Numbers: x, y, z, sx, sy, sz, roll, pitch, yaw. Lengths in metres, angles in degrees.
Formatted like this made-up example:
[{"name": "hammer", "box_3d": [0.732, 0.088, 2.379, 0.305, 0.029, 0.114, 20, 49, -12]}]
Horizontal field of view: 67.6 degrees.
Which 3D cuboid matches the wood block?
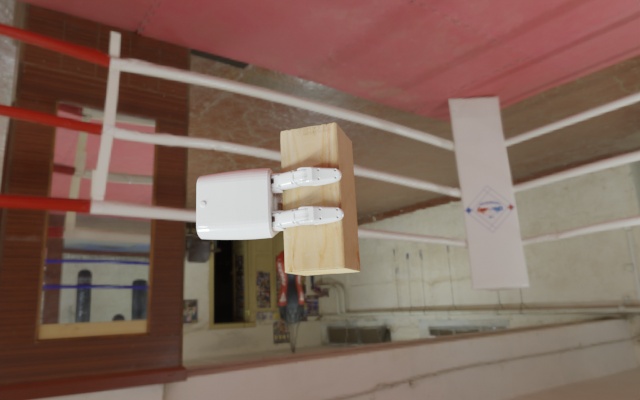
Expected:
[{"name": "wood block", "box_3d": [0.000, 0.003, 0.705, 0.090, 0.206, 0.091, -7, -13, 17]}]
